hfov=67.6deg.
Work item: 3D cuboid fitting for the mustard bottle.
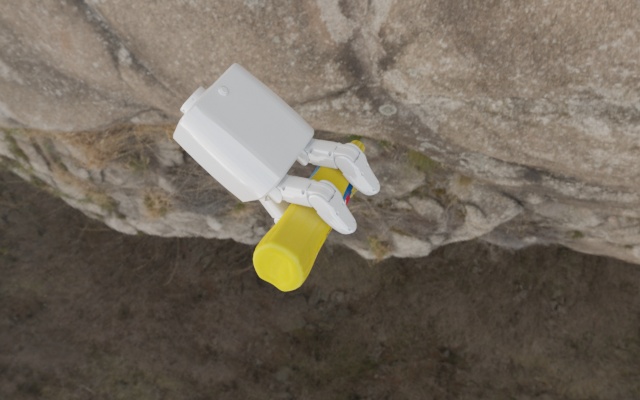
[{"bbox_3d":[0.000,0.002,0.521,0.058,0.191,0.096,29,-32,6],"label":"mustard bottle"}]
